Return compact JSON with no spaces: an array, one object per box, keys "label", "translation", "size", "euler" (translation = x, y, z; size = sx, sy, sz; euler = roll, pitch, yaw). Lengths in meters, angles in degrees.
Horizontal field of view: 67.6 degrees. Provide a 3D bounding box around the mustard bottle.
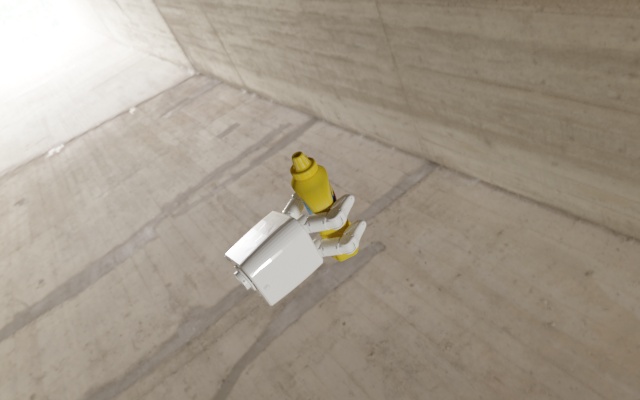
[{"label":"mustard bottle","translation":[0.001,0.002,0.747],"size":[0.058,0.192,0.096],"euler":[-26,37,3]}]
